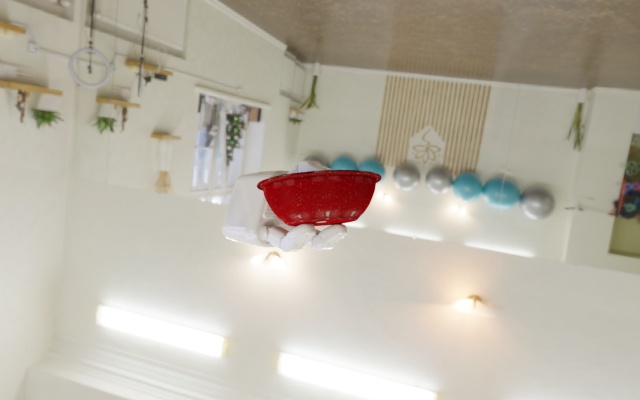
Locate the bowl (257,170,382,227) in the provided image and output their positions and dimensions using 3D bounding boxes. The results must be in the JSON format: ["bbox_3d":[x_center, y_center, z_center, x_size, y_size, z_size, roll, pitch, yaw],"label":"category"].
[{"bbox_3d":[0.001,0.002,0.614,0.162,0.055,0.162,-4,-8,-1],"label":"bowl"}]
